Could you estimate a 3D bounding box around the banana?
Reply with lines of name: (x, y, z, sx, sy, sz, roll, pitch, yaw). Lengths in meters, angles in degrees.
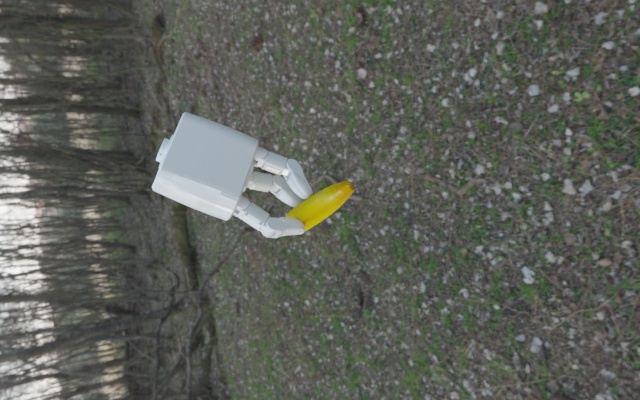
banana: (-0.014, 0.015, 0.687, 0.069, 0.037, 0.198, -43, 4, -21)
